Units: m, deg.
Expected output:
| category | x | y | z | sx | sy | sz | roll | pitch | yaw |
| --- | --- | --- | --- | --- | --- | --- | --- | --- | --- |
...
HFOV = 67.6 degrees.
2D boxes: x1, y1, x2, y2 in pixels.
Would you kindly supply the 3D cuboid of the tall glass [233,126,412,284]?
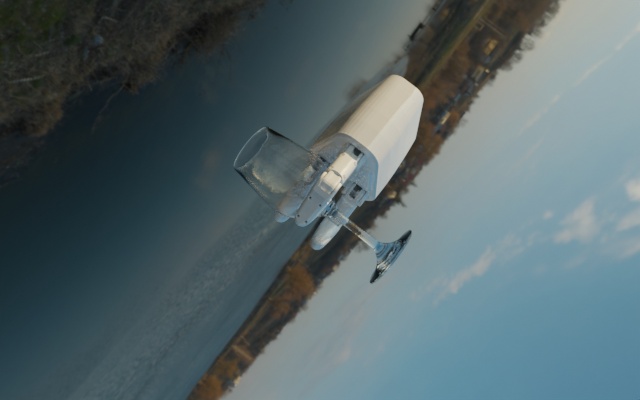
| category | x | y | z | sx | sy | sz | roll | pitch | yaw |
| --- | --- | --- | --- | --- | --- | --- | --- | --- | --- |
| tall glass | 0.001 | 0.002 | 0.533 | 0.201 | 0.079 | 0.079 | 38 | 2 | 2 |
